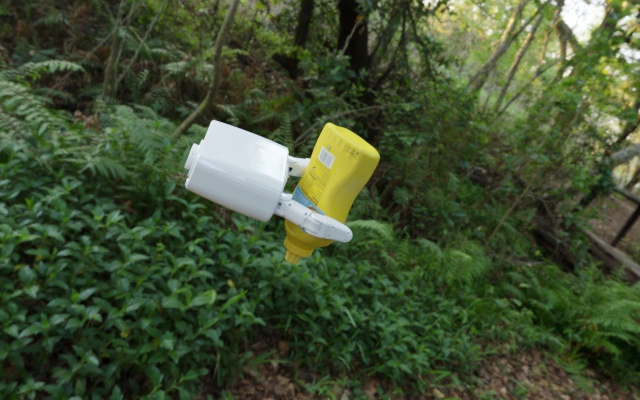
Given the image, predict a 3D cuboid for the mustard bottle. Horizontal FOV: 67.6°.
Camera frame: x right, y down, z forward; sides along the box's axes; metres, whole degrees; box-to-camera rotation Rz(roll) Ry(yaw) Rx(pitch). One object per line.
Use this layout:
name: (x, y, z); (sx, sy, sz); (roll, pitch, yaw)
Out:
mustard bottle: (0.001, 0.002, 0.627); (0.058, 0.192, 0.096); (12, 23, -39)
